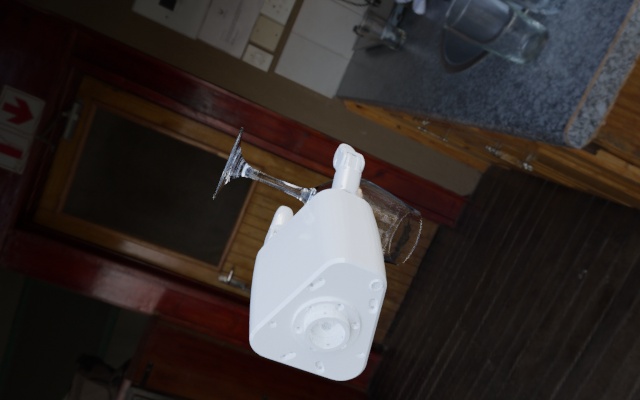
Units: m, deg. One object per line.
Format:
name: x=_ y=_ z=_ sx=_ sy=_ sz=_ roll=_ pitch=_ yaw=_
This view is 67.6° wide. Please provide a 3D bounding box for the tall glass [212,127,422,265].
tall glass: x=-0.001 y=0.001 z=0.478 sx=0.201 sy=0.079 sz=0.079 roll=22 pitch=-5 yaw=-13
